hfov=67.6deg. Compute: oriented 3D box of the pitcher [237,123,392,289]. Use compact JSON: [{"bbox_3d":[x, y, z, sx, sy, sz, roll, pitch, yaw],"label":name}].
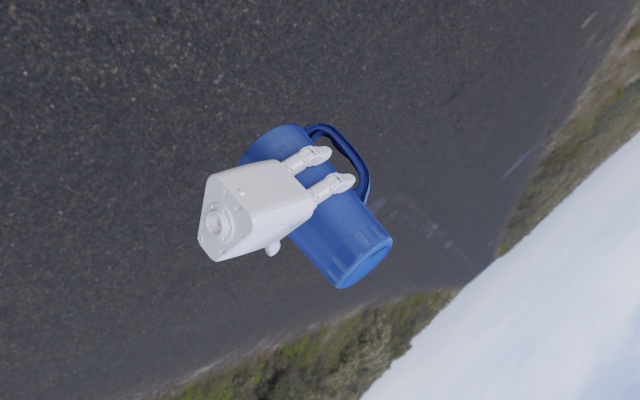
[{"bbox_3d":[0.000,0.002,0.720,0.145,0.242,0.149,-19,-29,-49],"label":"pitcher"}]
